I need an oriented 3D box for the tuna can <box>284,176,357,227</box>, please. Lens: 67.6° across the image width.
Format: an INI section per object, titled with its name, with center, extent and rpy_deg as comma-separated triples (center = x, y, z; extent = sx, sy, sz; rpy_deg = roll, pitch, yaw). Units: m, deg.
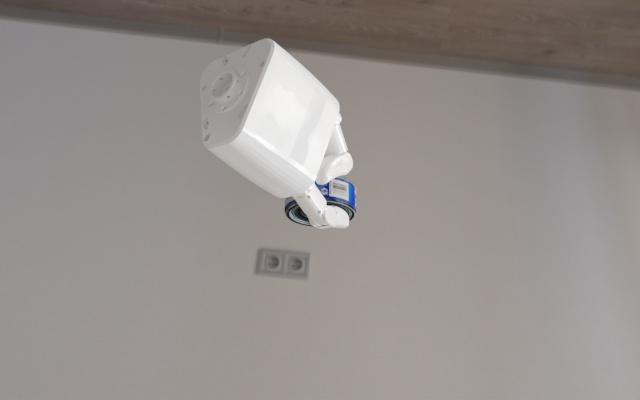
[tuna can]
center = 0.000, 0.002, 0.564
extent = 0.086, 0.033, 0.086
rpy_deg = 0, -24, 0
